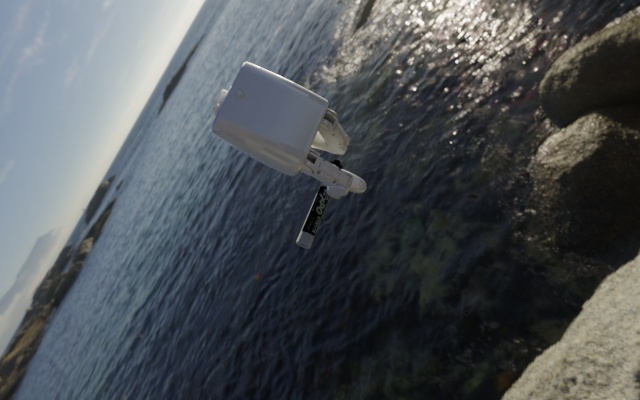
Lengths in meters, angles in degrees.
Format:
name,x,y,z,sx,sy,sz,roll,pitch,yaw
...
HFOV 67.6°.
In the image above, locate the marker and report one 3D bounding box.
name,x,y,z,sx,sy,sz,roll,pitch,yaw
marker,0.000,0.002,0.600,0.020,0.121,0.020,20,-17,7
